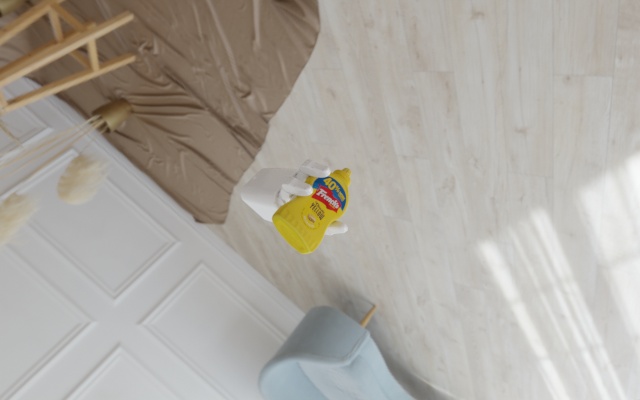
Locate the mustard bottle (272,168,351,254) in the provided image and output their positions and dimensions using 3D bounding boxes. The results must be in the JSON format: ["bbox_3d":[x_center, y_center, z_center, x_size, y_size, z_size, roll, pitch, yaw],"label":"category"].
[{"bbox_3d":[0.000,0.003,0.891,0.191,0.096,0.058,-49,15,-32],"label":"mustard bottle"}]
